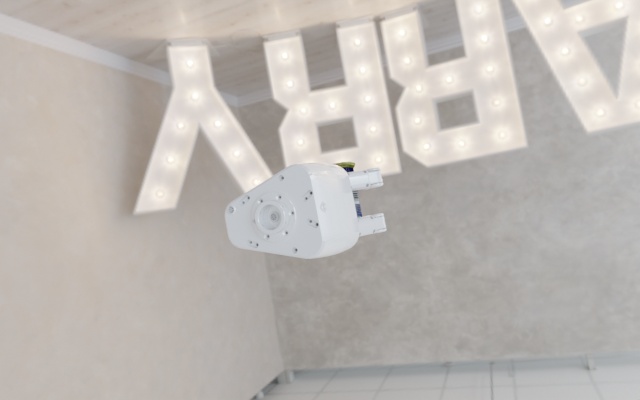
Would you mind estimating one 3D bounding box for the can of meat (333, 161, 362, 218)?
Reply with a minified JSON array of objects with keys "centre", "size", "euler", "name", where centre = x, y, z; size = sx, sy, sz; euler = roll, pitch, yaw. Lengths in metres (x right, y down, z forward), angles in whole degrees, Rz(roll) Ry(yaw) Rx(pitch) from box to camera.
[{"centre":[0.000,0.002,0.606],"size":[0.102,0.084,0.057],"euler":[-11,-3,19],"name":"can of meat"}]
